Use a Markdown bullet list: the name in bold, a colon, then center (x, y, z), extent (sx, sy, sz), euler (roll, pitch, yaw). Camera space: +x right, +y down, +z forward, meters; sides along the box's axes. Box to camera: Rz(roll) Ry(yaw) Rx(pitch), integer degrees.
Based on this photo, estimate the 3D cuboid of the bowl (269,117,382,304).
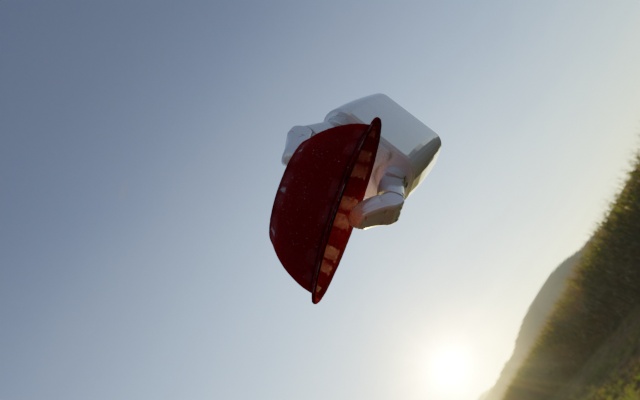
- **bowl**: center (-0.001, 0.001, 0.399), extent (0.055, 0.162, 0.162), euler (19, 3, 9)
